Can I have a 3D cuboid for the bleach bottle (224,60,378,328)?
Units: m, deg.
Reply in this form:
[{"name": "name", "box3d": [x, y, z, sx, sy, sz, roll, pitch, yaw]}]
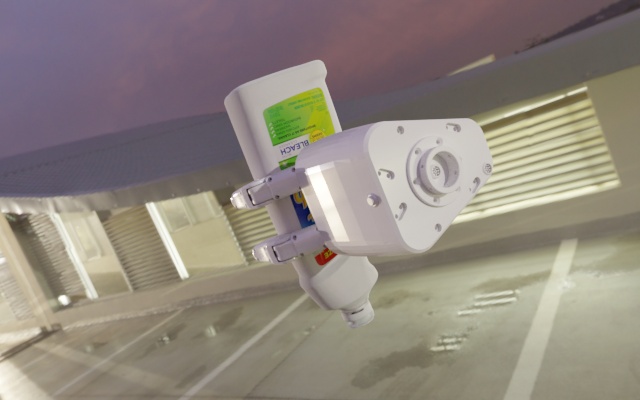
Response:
[{"name": "bleach bottle", "box3d": [0.000, 0.002, 0.464, 0.102, 0.251, 0.068, -25, 8, -24]}]
